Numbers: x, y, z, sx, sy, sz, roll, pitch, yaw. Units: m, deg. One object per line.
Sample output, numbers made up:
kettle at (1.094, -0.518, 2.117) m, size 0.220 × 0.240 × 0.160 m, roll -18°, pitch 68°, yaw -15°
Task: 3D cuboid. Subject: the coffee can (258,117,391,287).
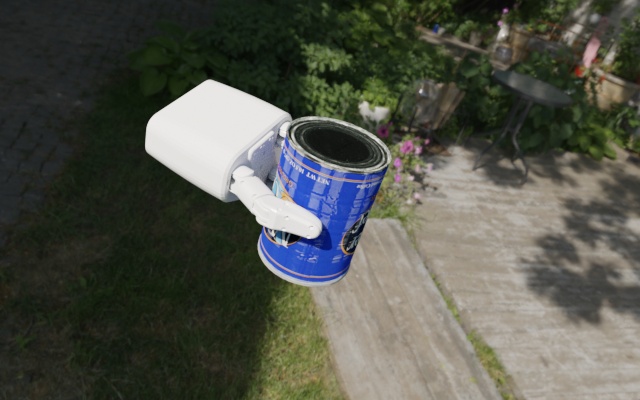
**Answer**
coffee can at (0.000, 0.002, 0.482) m, size 0.103 × 0.140 × 0.102 m, roll 12°, pitch 32°, yaw -8°
